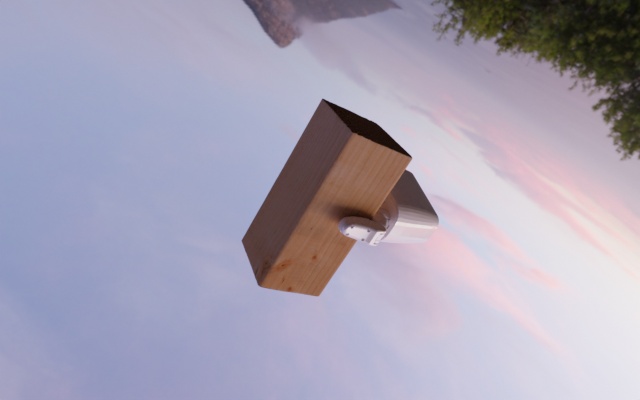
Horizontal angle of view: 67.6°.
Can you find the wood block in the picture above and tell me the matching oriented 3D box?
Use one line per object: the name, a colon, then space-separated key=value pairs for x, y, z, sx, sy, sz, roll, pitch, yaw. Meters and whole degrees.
wood block: x=0.000 y=0.002 z=0.557 sx=0.090 sy=0.206 sz=0.090 roll=17 pitch=24 yaw=-34
